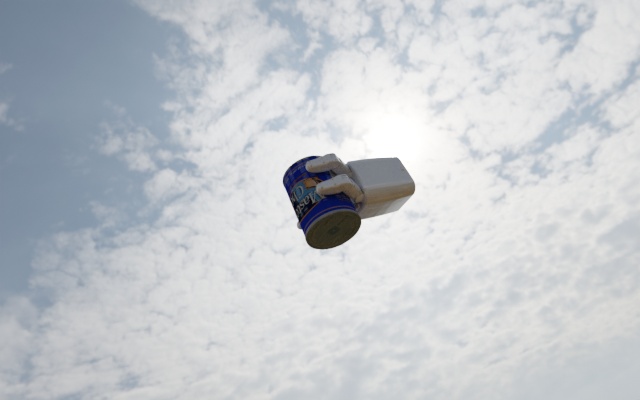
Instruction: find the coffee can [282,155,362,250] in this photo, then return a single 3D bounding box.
[{"bbox_3d":[0.000,0.003,0.861,0.103,0.140,0.103,-16,-38,-12],"label":"coffee can"}]
